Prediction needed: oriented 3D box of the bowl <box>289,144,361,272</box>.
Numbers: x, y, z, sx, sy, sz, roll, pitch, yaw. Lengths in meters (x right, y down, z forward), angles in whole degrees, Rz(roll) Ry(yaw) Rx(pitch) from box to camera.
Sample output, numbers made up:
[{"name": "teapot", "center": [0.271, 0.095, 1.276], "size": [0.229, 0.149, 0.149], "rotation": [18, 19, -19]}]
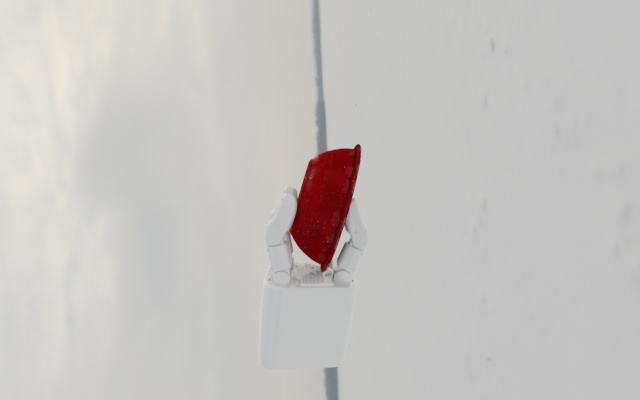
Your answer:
[{"name": "bowl", "center": [0.000, 0.000, 0.581], "size": [0.055, 0.162, 0.162], "rotation": [16, -1, -3]}]
